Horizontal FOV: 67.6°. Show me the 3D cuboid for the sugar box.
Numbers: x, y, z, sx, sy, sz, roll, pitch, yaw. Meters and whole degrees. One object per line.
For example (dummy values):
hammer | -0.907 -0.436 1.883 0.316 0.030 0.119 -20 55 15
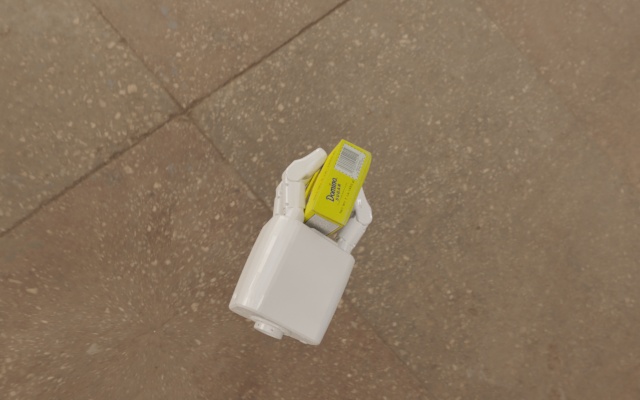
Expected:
sugar box | 0.000 0.002 0.587 0.048 0.093 0.176 27 -22 -10
